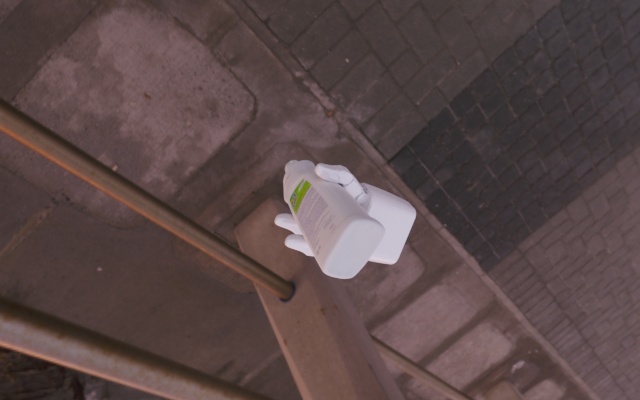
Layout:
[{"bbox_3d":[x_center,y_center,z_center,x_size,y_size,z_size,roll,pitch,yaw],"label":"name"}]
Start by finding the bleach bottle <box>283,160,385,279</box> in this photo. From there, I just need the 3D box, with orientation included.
[{"bbox_3d":[0.000,0.002,0.729,0.068,0.102,0.250,18,23,-33],"label":"bleach bottle"}]
